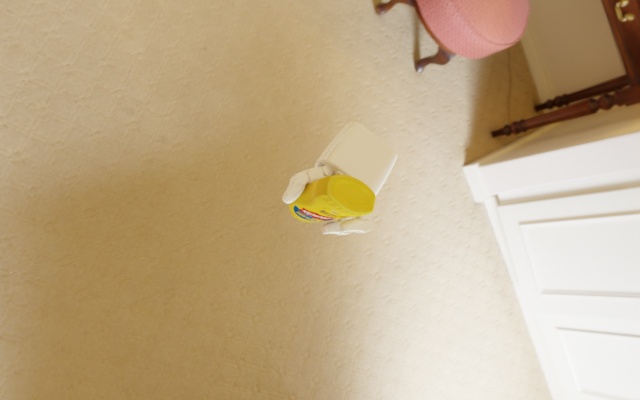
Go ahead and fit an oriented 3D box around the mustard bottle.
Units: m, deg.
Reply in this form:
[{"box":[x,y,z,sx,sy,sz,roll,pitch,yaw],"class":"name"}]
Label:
[{"box":[0.000,0.003,0.817,0.096,0.058,0.191,20,-17,-29],"class":"mustard bottle"}]
